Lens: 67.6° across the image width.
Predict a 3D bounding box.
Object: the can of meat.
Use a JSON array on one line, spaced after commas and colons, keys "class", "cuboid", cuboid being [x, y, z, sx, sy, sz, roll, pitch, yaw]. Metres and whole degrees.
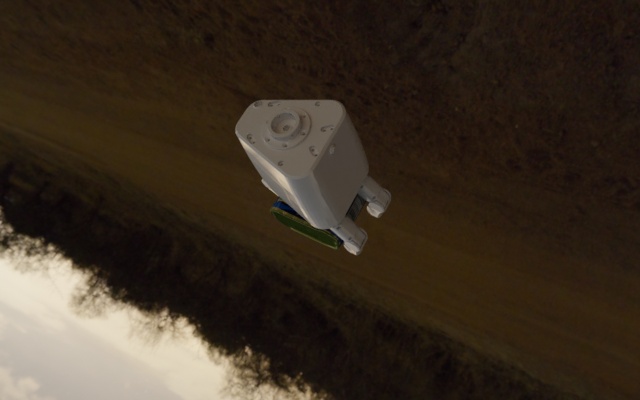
[{"class": "can of meat", "cuboid": [0.000, 0.002, 0.591, 0.102, 0.084, 0.057, 23, -19, 23]}]
